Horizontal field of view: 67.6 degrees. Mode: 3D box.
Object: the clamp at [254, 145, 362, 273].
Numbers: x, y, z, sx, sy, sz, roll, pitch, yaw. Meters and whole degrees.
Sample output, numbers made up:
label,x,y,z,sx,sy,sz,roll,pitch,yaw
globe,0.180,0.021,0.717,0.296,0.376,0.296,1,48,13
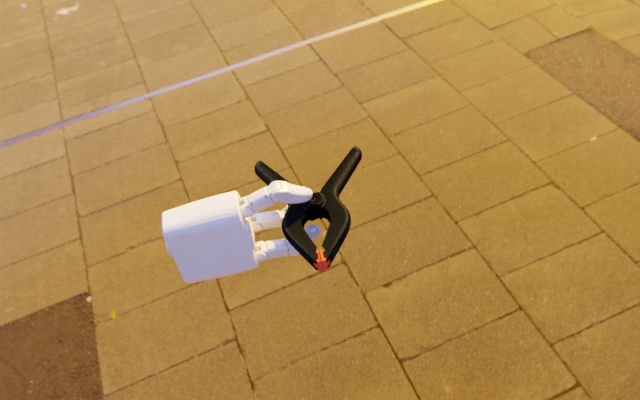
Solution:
label,x,y,z,sx,sy,sz,roll,pitch,yaw
clamp,0.000,0.002,0.674,0.164,0.209,0.036,-15,-39,-3
